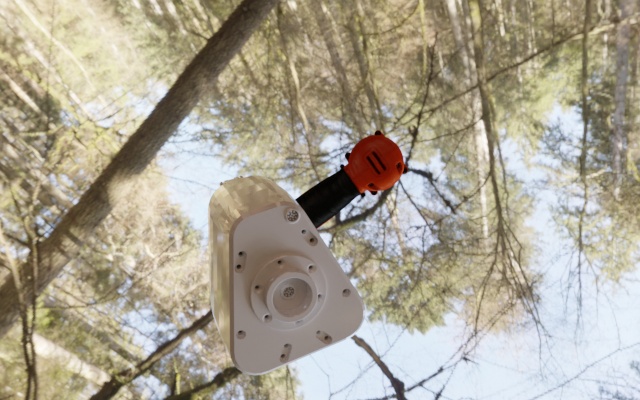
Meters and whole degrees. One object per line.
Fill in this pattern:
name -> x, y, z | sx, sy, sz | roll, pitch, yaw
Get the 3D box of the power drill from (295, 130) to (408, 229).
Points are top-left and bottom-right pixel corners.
power drill -> 0.000, 0.002, 0.477 | 0.187, 0.057, 0.184 | -37, -2, 7
